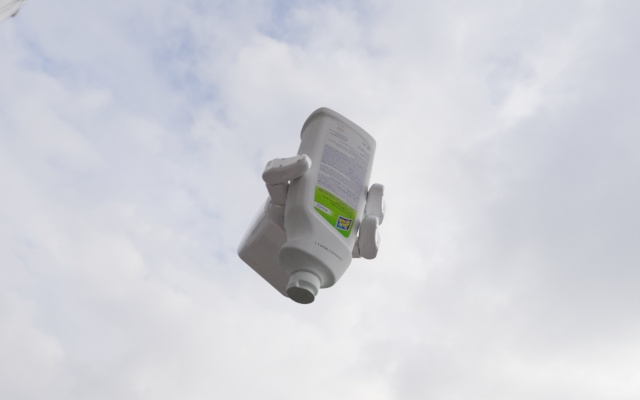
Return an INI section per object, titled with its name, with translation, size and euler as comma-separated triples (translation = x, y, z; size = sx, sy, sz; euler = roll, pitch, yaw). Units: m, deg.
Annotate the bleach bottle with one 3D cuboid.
[bleach bottle]
translation = 0.000, 0.002, 0.545
size = 0.102, 0.250, 0.068
euler = 30, -45, -13
